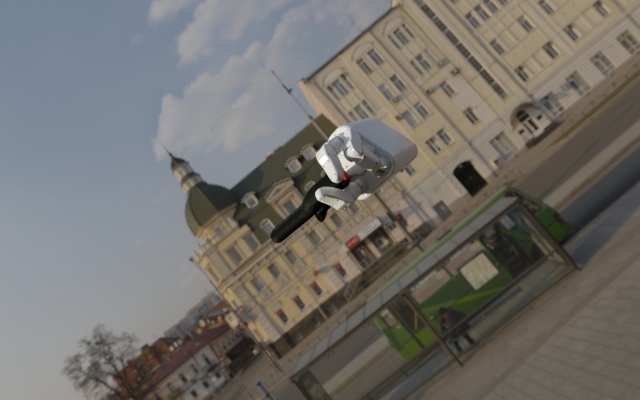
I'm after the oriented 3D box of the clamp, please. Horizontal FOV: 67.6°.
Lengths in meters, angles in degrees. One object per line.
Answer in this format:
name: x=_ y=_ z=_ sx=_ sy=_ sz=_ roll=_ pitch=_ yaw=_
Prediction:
clamp: x=0.000 y=0.002 z=0.762 sx=0.171 sy=0.039 sz=0.120 roll=-44 pitch=-9 yaw=36
